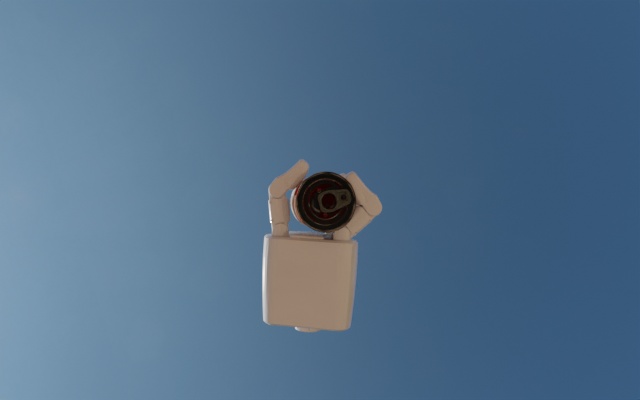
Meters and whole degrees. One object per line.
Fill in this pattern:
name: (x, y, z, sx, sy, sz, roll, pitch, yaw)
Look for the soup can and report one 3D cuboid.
soup can: (0.000, 0.001, 0.576, 0.068, 0.068, 0.102, 0, 0, -8)
